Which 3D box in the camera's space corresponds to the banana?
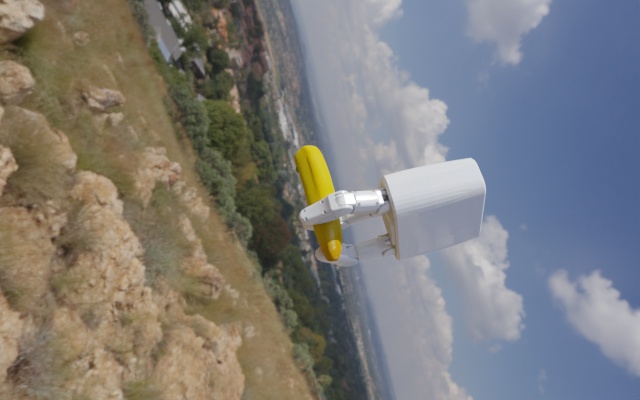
[{"bbox_3d":[-0.004,-0.014,0.589,0.037,0.070,0.197,-14,39,-3],"label":"banana"}]
